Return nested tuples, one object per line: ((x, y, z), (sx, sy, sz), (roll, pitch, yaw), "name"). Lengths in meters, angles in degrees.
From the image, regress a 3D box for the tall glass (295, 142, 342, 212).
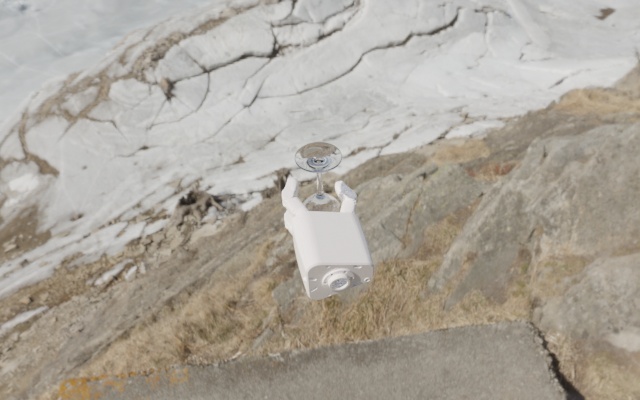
((0.000, 0.002, 0.812), (0.079, 0.201, 0.079), (-1, 45, 1), "tall glass")
